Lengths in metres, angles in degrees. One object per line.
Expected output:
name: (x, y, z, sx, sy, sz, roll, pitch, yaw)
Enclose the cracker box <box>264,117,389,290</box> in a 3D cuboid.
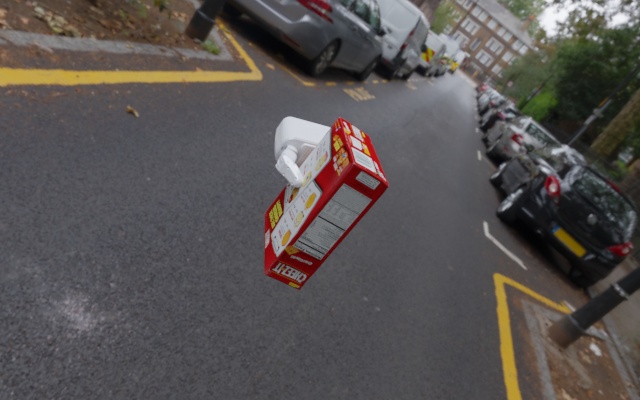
cracker box: (0.000, 0.002, 0.715, 0.072, 0.214, 0.164, 29, 24, -21)
